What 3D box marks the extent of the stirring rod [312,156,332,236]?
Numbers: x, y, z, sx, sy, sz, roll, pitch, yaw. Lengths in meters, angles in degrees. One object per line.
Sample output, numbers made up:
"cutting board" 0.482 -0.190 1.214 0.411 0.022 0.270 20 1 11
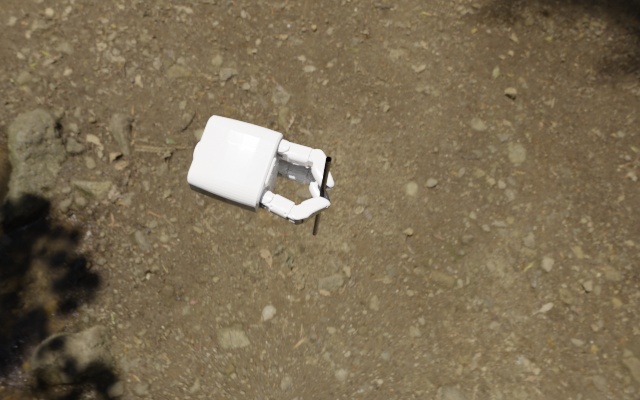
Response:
"stirring rod" 0.000 0.002 0.692 0.011 0.011 0.240 0 -26 -5
